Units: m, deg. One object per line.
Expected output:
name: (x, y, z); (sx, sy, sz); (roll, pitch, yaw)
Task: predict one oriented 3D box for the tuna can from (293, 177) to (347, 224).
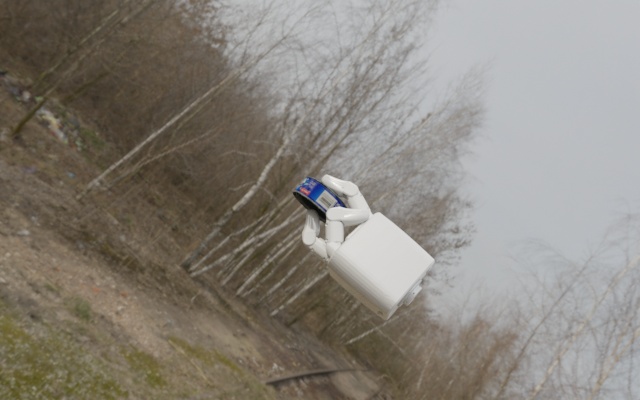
tuna can: (0.000, 0.002, 0.737); (0.086, 0.033, 0.086); (39, -11, 9)
